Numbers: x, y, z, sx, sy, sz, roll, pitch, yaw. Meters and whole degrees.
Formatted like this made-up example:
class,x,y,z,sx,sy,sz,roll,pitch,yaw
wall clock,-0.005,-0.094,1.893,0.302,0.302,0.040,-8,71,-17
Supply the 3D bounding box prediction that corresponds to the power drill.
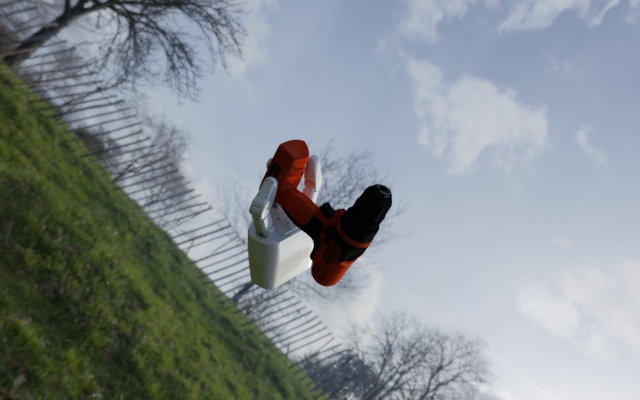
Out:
class,x,y,z,sx,sy,sz,roll,pitch,yaw
power drill,0.000,0.002,0.664,0.057,0.187,0.184,-12,-37,-45
